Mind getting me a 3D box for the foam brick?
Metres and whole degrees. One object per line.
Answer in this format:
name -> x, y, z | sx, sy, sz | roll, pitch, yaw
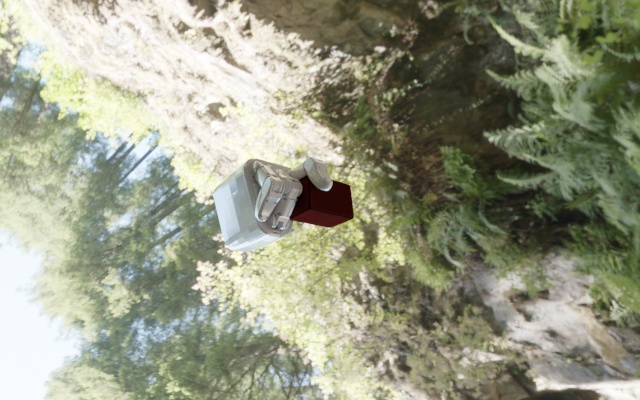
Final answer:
foam brick -> 0.000, 0.002, 0.672 | 0.078, 0.053, 0.051 | 14, -28, -36
